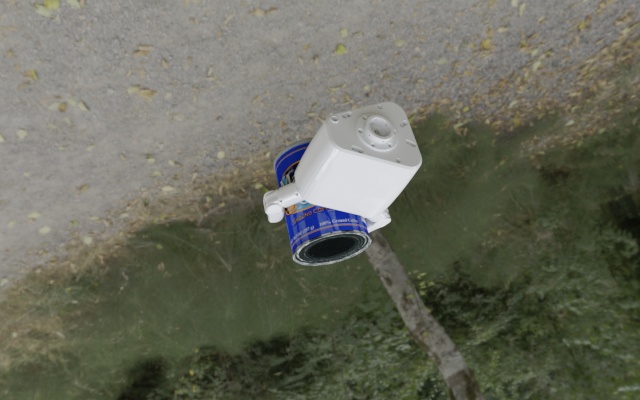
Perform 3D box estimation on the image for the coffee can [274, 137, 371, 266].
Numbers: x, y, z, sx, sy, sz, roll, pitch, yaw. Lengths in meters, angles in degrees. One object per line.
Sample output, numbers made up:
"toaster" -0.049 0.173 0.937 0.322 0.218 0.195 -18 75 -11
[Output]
"coffee can" 0.000 0.002 0.635 0.103 0.140 0.103 -11 -26 -6
